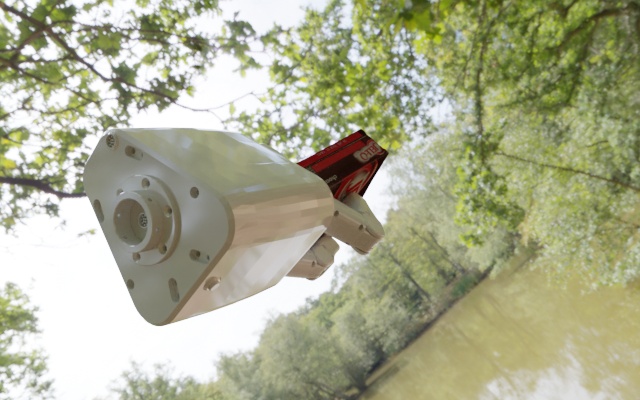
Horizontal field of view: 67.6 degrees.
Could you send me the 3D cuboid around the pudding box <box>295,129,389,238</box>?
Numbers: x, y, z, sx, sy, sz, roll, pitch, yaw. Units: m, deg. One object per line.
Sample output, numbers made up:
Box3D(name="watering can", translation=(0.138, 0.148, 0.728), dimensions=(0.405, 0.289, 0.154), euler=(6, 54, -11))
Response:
Box3D(name="pudding box", translation=(0.000, 0.001, 0.408), dimensions=(0.090, 0.039, 0.114), euler=(-31, -20, -37))
